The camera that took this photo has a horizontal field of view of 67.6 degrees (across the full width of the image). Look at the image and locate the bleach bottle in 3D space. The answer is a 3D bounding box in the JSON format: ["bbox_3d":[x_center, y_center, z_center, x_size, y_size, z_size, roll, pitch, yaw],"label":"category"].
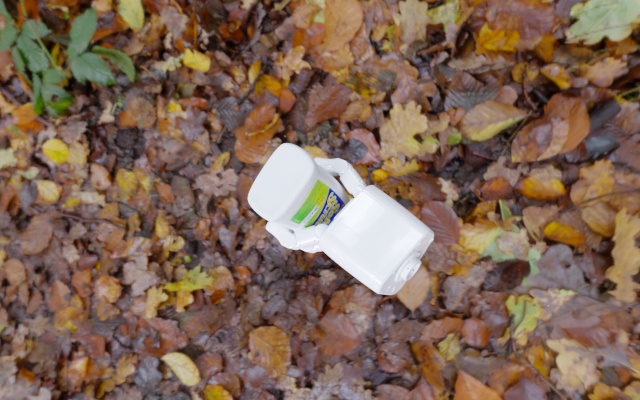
[{"bbox_3d":[0.000,0.002,0.701,0.068,0.102,0.251,39,6,27],"label":"bleach bottle"}]
